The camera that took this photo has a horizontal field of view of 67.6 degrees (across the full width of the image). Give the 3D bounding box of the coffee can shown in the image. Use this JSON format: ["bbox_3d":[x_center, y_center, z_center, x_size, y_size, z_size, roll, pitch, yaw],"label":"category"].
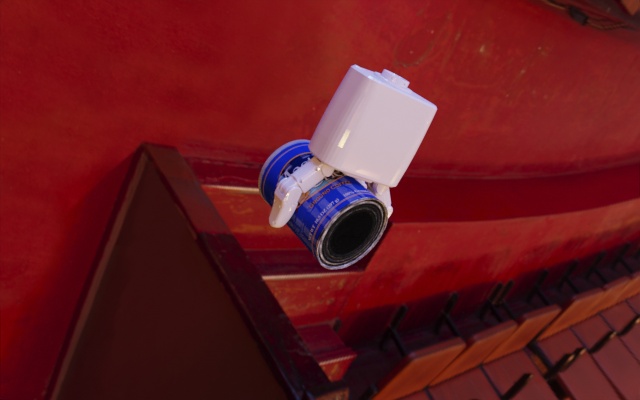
[{"bbox_3d":[0.000,0.002,0.594,0.103,0.103,0.140,0,33,-41],"label":"coffee can"}]
